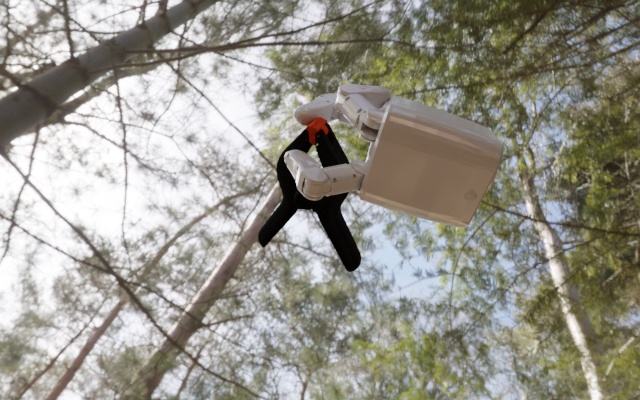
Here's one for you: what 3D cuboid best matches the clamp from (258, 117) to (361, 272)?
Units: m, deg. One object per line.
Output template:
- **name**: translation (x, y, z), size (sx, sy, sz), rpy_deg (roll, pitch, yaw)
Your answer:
- **clamp**: translation (0.000, 0.001, 0.499), size (0.120, 0.172, 0.039), rpy_deg (18, 37, 4)
